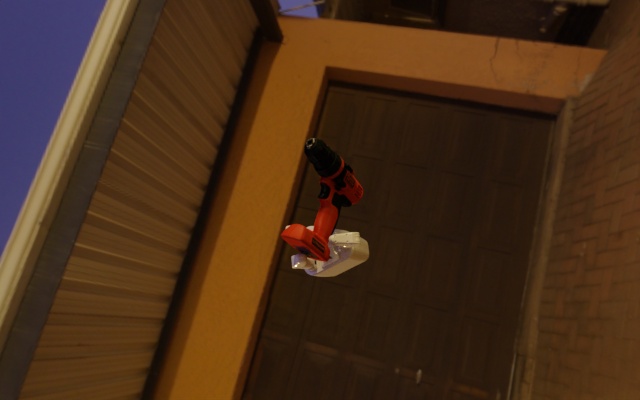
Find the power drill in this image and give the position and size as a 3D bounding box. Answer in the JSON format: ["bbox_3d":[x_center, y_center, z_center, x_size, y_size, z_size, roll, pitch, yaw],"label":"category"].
[{"bbox_3d":[0.000,0.003,0.874,0.057,0.187,0.184,8,-26,41],"label":"power drill"}]
